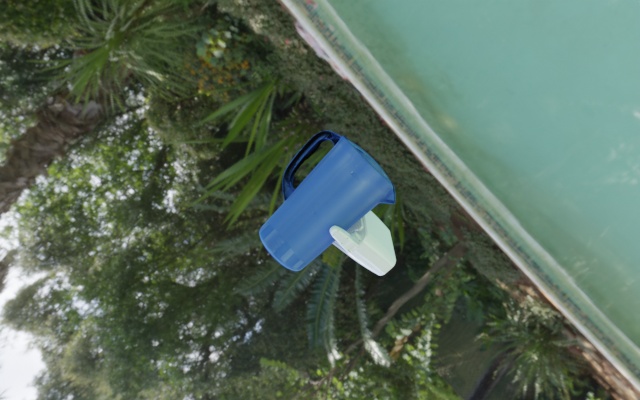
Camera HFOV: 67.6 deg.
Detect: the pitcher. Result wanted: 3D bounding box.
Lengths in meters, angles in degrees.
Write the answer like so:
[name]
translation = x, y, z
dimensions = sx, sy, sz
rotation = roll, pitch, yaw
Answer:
[pitcher]
translation = 0.000, 0.003, 0.862
dimensions = 0.145, 0.243, 0.149
rotation = 39, 12, -34
